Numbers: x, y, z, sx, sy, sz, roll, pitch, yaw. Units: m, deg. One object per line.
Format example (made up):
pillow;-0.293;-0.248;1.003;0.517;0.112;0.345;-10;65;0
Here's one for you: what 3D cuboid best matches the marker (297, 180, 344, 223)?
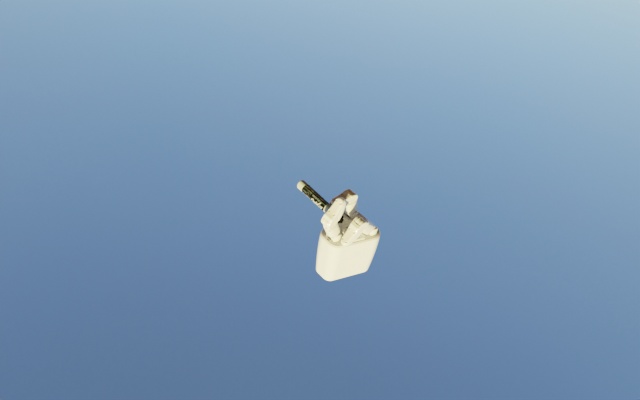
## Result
marker;0.000;0.003;0.884;0.020;0.020;0.121;0;35;-51
